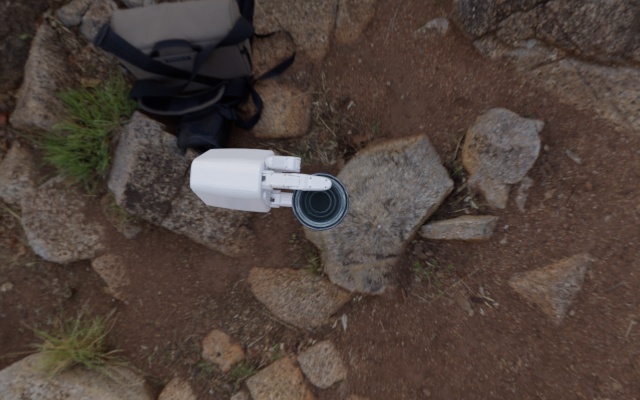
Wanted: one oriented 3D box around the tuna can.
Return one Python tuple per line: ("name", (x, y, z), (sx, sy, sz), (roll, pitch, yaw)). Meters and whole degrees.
("tuna can", (0.000, 0.002, 0.709), (0.086, 0.086, 0.034), (0, -3, 1))
